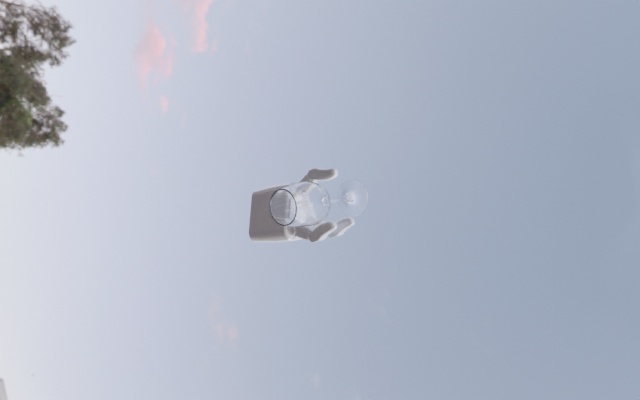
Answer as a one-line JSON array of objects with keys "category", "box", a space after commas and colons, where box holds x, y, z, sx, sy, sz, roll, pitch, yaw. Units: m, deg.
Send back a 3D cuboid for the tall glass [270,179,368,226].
[{"category": "tall glass", "box": [0.001, 0.003, 0.860, 0.079, 0.079, 0.201, 0, 5, 39]}]
